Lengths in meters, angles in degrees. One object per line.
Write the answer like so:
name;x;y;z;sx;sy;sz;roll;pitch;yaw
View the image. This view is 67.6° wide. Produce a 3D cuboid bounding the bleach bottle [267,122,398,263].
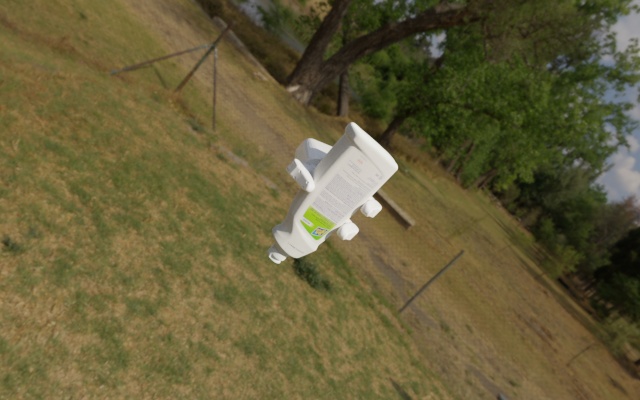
bleach bottle;0.000;0.003;0.755;0.102;0.251;0.068;38;17;-21
